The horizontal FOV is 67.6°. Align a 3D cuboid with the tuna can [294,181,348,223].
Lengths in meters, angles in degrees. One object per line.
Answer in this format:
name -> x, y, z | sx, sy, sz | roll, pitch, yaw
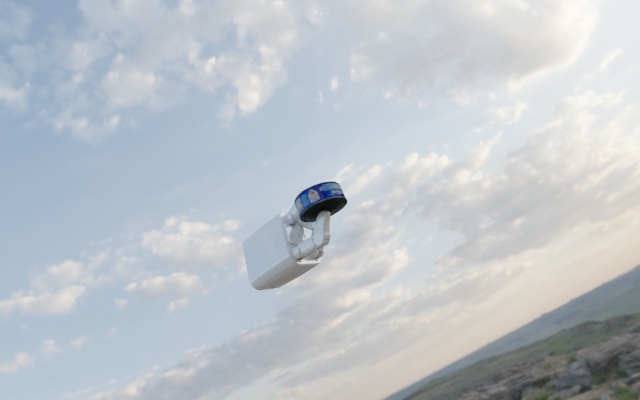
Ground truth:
tuna can -> 0.000, 0.002, 0.807 | 0.086, 0.033, 0.086 | -20, -21, -8
